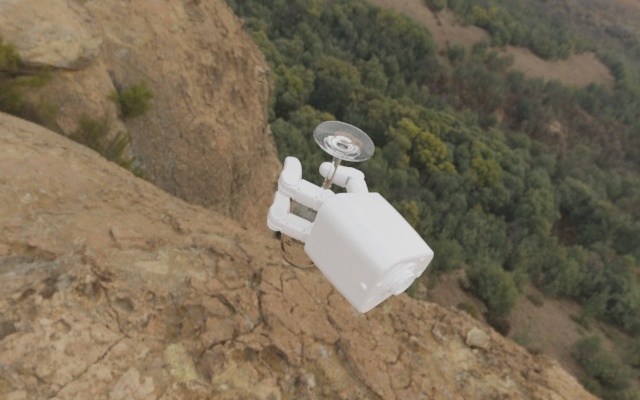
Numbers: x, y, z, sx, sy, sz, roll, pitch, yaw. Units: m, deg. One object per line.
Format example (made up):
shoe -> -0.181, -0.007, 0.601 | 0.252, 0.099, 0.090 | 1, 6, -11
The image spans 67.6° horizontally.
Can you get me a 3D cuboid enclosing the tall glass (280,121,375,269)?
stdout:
tall glass -> 0.000, 0.001, 0.615 | 0.079, 0.201, 0.079 | 13, 40, -11
